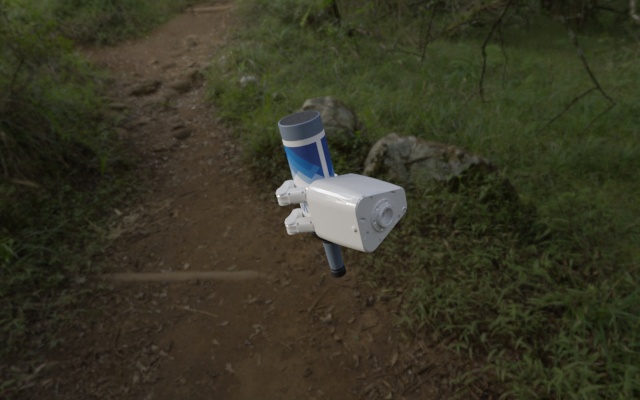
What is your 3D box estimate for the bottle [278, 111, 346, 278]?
[{"bbox_3d":[0.000,0.002,0.793,0.069,0.296,0.069,-12,26,6],"label":"bottle"}]
